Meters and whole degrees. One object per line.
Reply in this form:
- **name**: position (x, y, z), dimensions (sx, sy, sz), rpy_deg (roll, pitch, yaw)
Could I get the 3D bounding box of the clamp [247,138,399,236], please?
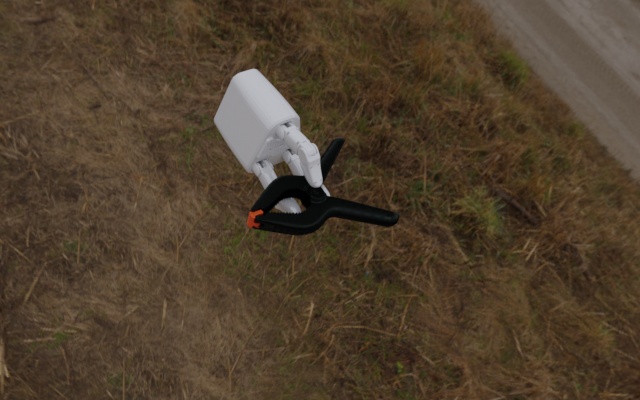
- **clamp**: position (0.000, 0.002, 0.668), dimensions (0.210, 0.164, 0.036), rpy_deg (-27, -24, -31)
